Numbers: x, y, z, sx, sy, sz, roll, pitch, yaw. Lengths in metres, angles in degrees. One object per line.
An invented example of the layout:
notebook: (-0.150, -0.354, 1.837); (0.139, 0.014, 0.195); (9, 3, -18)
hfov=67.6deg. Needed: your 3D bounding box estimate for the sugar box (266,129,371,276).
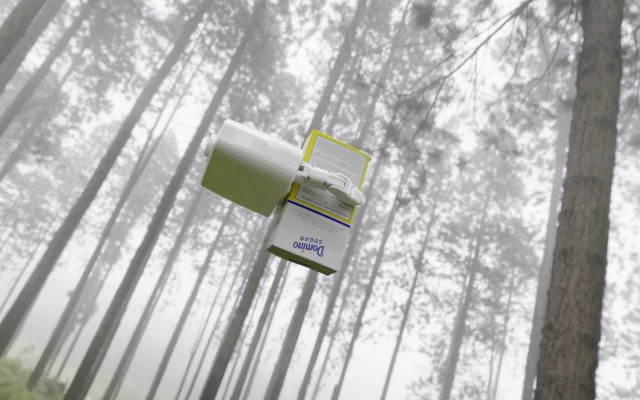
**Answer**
sugar box: (0.000, 0.002, 0.640); (0.093, 0.176, 0.048); (24, -22, -11)
